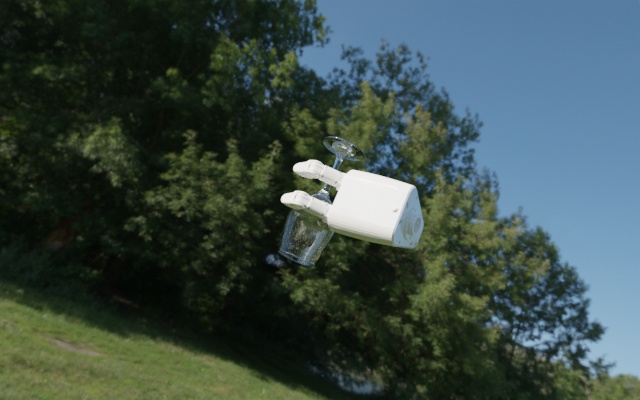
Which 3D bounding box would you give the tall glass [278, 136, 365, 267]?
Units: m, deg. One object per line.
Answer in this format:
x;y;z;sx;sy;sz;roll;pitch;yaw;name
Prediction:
0.000;0.002;0.763;0.079;0.201;0.079;22;-14;6;tall glass
